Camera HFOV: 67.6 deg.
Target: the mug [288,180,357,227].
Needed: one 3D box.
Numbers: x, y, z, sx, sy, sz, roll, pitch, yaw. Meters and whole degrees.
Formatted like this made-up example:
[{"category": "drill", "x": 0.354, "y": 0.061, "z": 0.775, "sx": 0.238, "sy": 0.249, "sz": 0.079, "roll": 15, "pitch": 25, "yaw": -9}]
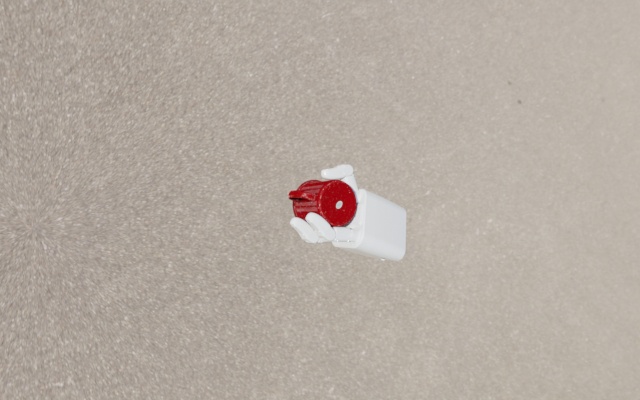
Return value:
[{"category": "mug", "x": -0.001, "y": 0.002, "z": 0.835, "sx": 0.117, "sy": 0.093, "sz": 0.081, "roll": 20, "pitch": -13, "yaw": -29}]
